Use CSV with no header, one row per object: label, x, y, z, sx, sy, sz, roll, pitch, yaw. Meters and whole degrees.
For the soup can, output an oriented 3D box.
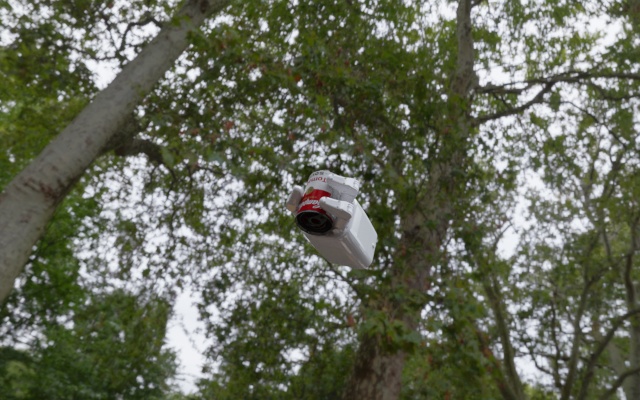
soup can,0.000,0.002,0.856,0.068,0.102,0.069,10,-39,8
